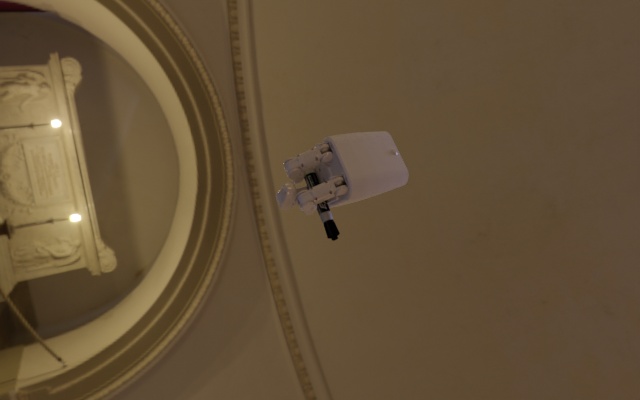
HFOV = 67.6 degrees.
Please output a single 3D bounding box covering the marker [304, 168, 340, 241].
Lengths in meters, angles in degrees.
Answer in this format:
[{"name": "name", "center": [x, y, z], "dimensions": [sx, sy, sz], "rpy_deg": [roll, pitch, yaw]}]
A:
[{"name": "marker", "center": [0.000, 0.002, 0.700], "dimensions": [0.020, 0.121, 0.020], "rpy_deg": [-20, -18, -7]}]
